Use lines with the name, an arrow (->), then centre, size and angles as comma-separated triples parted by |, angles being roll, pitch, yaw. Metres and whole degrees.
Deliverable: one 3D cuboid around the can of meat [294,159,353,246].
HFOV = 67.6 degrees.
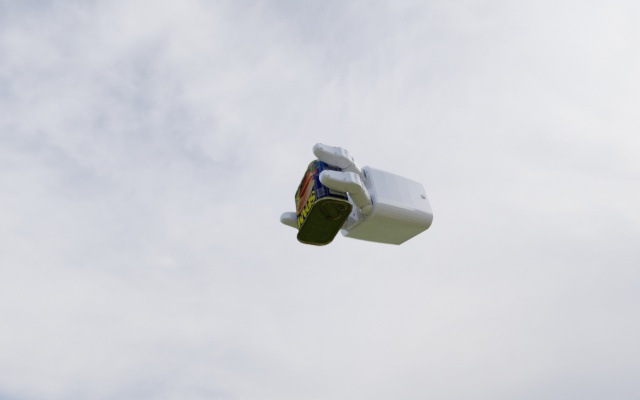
can of meat -> 0.000, 0.002, 0.698 | 0.057, 0.083, 0.102 | 10, -45, -20
